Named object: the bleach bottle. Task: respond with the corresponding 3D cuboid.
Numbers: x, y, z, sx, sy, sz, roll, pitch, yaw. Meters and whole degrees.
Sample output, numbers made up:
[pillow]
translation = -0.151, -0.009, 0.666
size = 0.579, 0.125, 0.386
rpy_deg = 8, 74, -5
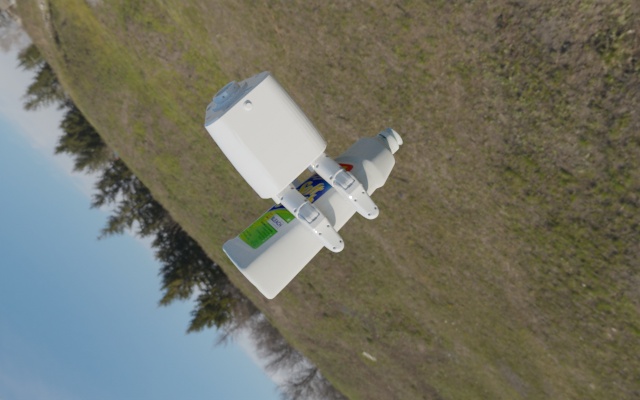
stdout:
[bleach bottle]
translation = 0.000, 0.002, 0.587
size = 0.251, 0.068, 0.102
rpy_deg = -44, 27, -10
